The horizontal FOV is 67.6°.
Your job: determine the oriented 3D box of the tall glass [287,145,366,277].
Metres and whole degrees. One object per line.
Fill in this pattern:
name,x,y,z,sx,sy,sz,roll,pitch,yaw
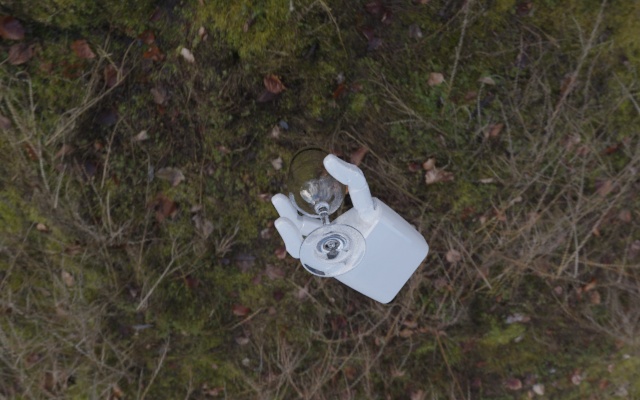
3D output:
tall glass,0.000,0.002,0.602,0.079,0.079,0.201,0,33,-10
